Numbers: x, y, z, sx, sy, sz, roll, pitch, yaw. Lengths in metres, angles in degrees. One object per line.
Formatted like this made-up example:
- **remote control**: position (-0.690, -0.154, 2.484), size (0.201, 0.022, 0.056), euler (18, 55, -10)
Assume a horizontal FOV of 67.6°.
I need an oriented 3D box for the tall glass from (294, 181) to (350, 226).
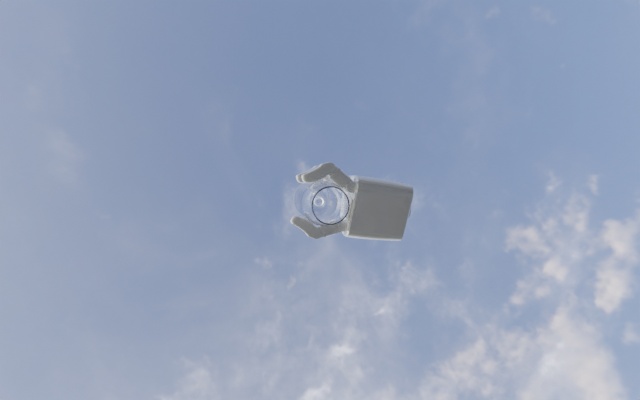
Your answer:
- **tall glass**: position (0.000, 0.003, 0.854), size (0.079, 0.079, 0.201), euler (0, 3, -9)
